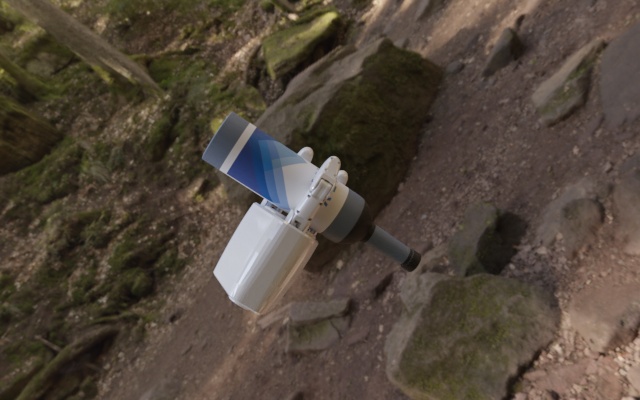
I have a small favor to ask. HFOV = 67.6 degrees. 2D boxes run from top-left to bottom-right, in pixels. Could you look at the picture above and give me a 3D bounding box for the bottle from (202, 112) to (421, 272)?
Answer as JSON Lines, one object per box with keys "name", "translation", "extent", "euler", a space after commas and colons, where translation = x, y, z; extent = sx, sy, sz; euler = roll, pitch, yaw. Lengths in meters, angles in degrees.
{"name": "bottle", "translation": [0.000, 0.002, 0.587], "extent": [0.296, 0.069, 0.069], "euler": [33, -7, -11]}
